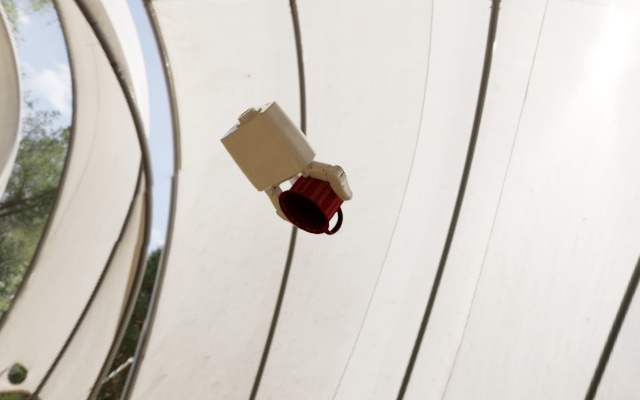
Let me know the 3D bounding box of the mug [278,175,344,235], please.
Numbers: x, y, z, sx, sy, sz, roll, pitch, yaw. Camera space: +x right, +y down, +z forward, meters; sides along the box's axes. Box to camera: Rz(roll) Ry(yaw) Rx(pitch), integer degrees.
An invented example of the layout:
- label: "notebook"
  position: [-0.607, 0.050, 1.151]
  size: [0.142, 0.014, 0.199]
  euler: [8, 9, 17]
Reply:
- label: "mug"
  position: [0.001, 0.003, 0.770]
  size: [0.093, 0.117, 0.081]
  euler: [-11, 33, 48]
